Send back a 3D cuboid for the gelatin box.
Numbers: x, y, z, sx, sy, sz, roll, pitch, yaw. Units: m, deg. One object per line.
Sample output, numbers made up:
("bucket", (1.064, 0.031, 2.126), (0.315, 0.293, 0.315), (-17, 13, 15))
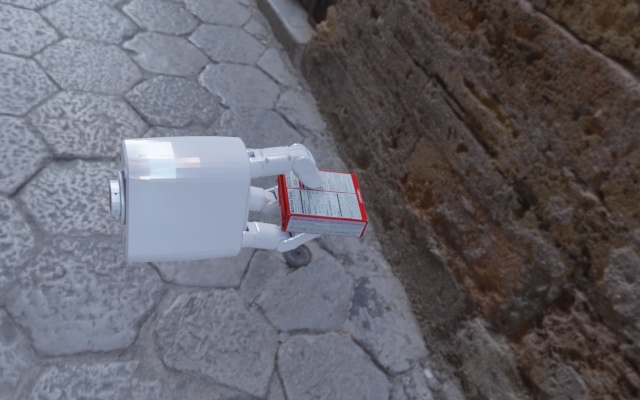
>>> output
("gelatin box", (0.001, 0.001, 0.511), (0.089, 0.073, 0.030), (5, -46, -15))
